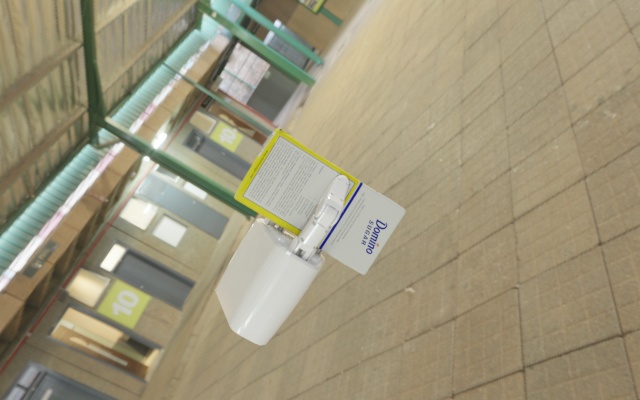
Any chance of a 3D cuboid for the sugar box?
[{"bbox_3d":[0.000,0.002,0.553,0.176,0.093,0.048,32,4,-13],"label":"sugar box"}]
